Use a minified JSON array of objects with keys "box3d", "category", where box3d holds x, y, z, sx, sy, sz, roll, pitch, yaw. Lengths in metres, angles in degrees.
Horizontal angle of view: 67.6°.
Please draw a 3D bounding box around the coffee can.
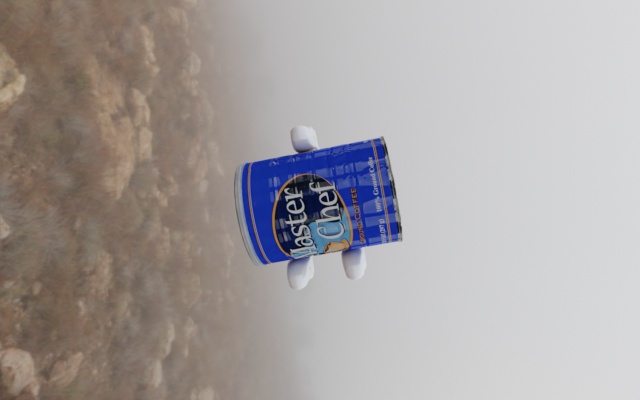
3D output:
[{"box3d":[0.000,0.001,0.460,0.140,0.103,0.103,-10,-1,5],"category":"coffee can"}]
